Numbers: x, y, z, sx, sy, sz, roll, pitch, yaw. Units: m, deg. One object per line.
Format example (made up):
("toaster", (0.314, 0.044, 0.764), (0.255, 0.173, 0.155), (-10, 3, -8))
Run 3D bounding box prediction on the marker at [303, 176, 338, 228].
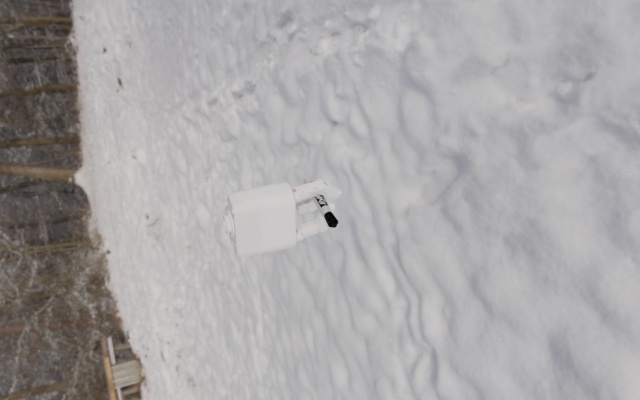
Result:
("marker", (0.000, 0.003, 0.828), (0.020, 0.020, 0.121), (0, 41, -31))
